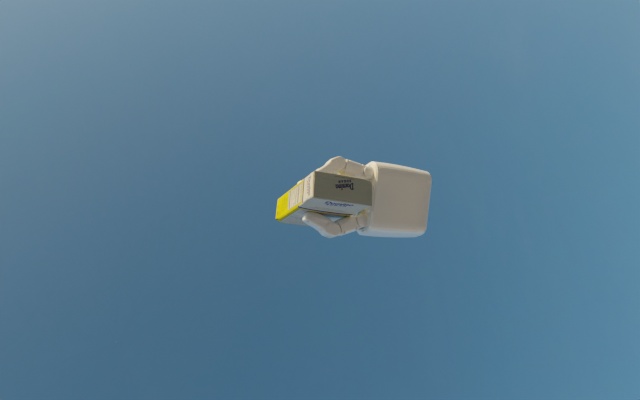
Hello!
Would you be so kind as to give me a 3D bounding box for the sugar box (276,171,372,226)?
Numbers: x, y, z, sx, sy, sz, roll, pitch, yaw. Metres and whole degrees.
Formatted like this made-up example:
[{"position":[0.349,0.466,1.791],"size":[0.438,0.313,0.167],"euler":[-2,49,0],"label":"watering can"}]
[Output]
[{"position":[0.000,0.002,0.740],"size":[0.093,0.048,0.176],"euler":[9,-18,-21],"label":"sugar box"}]
